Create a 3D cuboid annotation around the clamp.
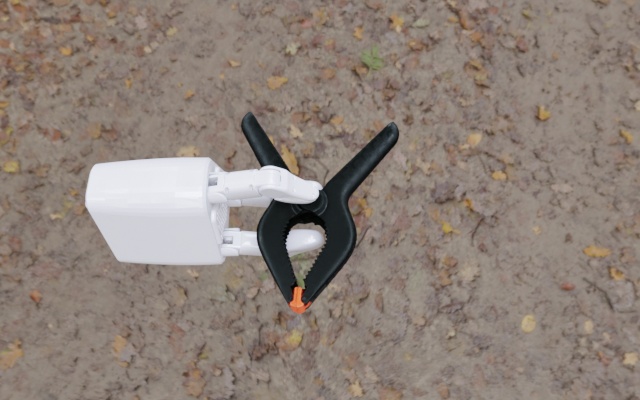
[{"bbox_3d":[0.000,0.002,0.464,0.164,0.210,0.036,-2,-24,2],"label":"clamp"}]
